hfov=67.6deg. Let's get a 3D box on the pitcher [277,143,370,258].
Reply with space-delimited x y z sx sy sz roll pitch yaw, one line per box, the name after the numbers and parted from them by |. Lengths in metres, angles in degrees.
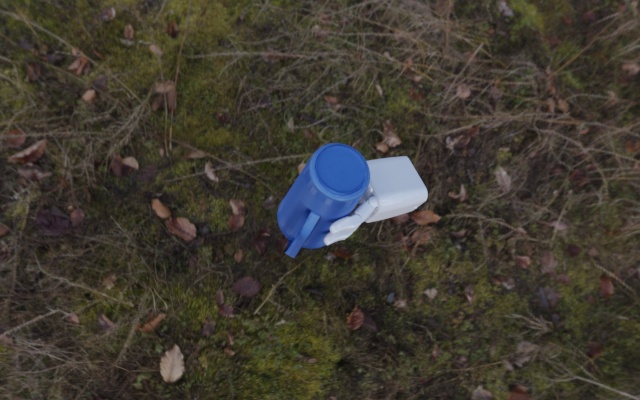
0.000 0.003 0.892 0.145 0.149 0.243 -12 -18 -20 | pitcher
